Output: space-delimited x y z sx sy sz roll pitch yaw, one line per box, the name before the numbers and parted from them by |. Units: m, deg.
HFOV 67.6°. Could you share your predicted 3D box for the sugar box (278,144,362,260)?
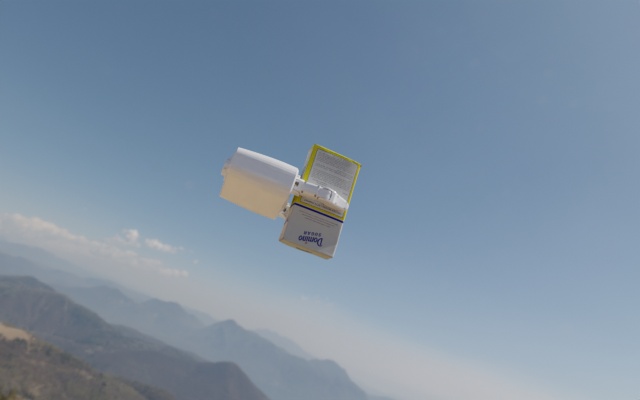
sugar box | 0.000 0.003 0.815 0.093 0.176 0.048 22 -15 -11
